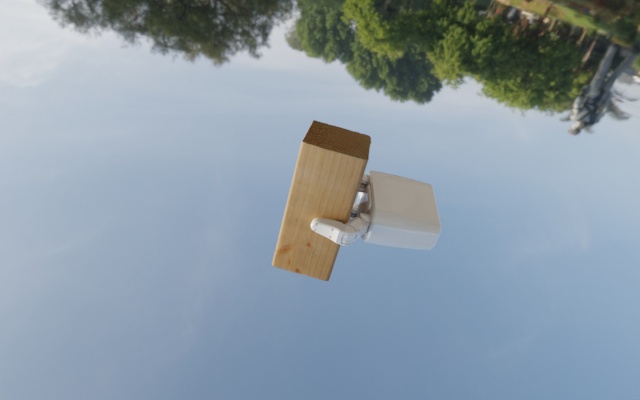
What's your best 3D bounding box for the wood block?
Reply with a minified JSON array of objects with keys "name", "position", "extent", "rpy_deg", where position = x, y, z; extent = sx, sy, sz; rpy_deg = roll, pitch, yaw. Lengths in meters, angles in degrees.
[{"name":"wood block","position":[0.000,0.003,0.695],"extent":[0.090,0.206,0.090],"rpy_deg":[16,29,0]}]
